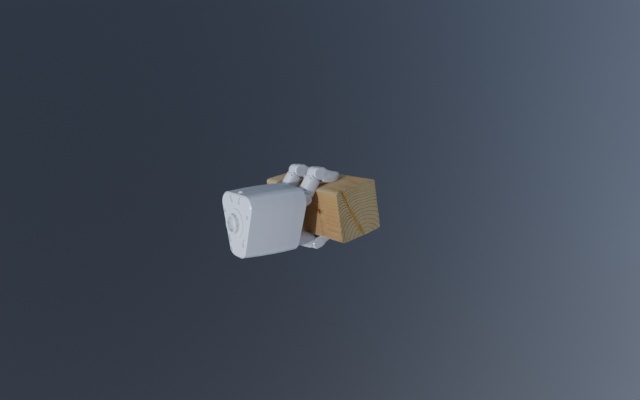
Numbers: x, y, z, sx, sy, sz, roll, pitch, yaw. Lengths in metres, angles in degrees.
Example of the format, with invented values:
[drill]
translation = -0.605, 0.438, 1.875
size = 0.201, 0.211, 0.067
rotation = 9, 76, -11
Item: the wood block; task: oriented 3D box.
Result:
[wood block]
translation = 0.000, 0.003, 0.874
size = 0.090, 0.091, 0.206
rotation = -21, 21, -35
